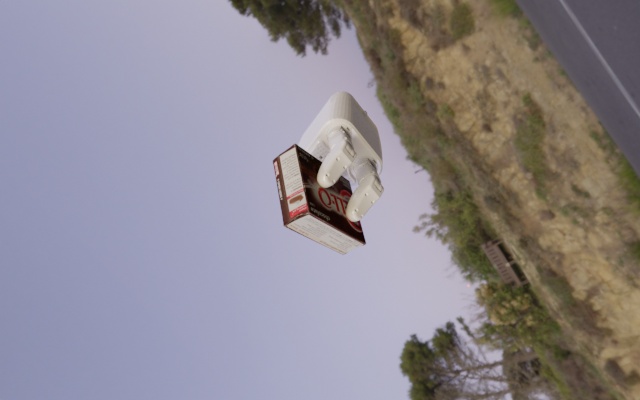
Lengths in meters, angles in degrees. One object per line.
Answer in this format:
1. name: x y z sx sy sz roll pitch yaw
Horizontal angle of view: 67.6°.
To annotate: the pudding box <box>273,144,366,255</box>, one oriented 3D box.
1. pudding box: 0.000 0.002 0.532 0.039 0.090 0.113 -31 -36 26
